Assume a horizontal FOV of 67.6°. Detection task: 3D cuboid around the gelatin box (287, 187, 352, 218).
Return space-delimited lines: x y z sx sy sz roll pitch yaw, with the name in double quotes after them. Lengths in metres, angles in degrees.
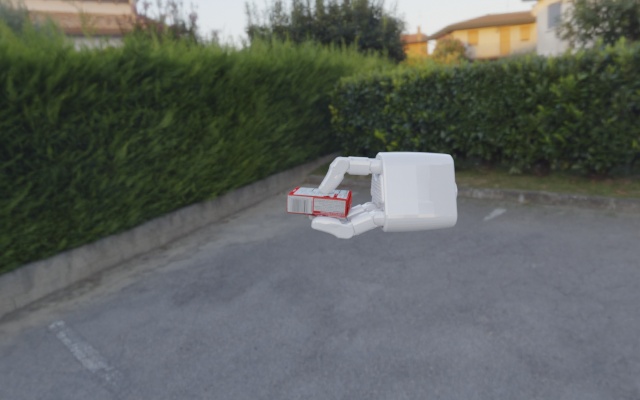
0.000 0.002 0.705 0.089 0.030 0.073 5 11 6 "gelatin box"
